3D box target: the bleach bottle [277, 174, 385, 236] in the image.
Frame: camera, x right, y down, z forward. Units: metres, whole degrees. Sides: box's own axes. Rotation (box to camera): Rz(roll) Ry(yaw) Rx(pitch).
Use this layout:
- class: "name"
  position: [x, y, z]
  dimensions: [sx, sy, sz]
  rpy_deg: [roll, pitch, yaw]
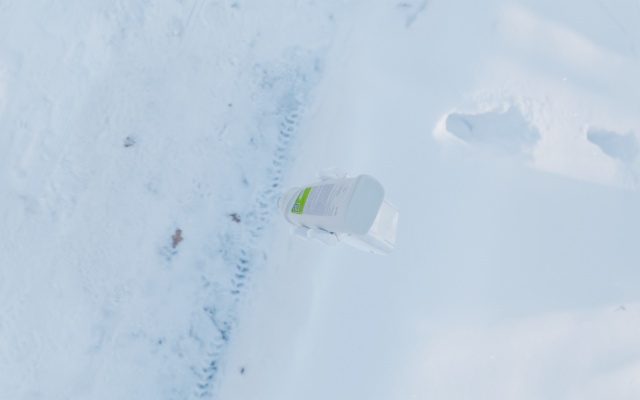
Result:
- class: "bleach bottle"
  position: [0.000, 0.003, 0.880]
  dimensions: [0.068, 0.102, 0.251]
  rpy_deg: [33, -16, -33]
